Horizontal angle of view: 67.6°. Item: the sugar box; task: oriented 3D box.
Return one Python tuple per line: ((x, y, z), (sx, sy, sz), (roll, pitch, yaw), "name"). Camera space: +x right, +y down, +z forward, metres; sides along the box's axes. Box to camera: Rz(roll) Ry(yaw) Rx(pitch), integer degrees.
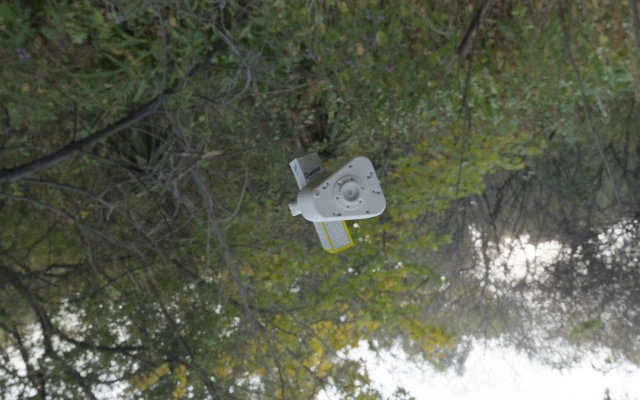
((0.001, 0.003, 0.850), (0.048, 0.176, 0.093), (-20, 3, -11), "sugar box")
